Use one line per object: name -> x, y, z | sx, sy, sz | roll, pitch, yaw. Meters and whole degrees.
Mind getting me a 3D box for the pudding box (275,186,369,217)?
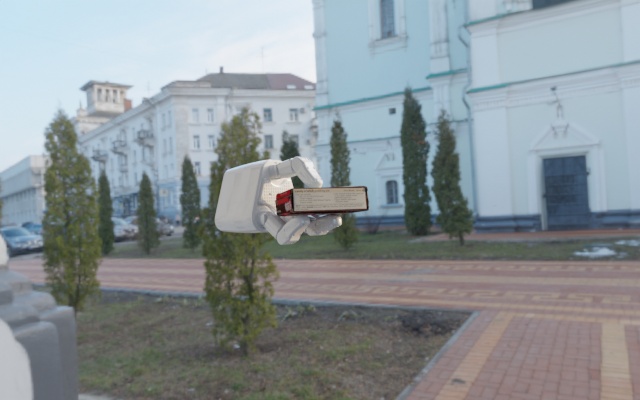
pudding box -> 0.000, 0.002, 0.681 | 0.113, 0.039, 0.090 | -4, -2, -19
